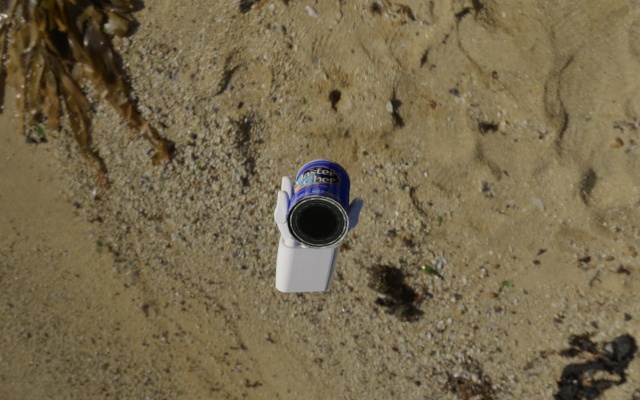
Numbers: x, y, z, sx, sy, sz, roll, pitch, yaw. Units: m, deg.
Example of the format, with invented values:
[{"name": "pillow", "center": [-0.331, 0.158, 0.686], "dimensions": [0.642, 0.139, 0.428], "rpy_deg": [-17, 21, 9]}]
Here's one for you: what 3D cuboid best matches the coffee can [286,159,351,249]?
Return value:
[{"name": "coffee can", "center": [0.000, 0.002, 0.831], "dimensions": [0.103, 0.103, 0.140], "rpy_deg": [0, 29, 4]}]
